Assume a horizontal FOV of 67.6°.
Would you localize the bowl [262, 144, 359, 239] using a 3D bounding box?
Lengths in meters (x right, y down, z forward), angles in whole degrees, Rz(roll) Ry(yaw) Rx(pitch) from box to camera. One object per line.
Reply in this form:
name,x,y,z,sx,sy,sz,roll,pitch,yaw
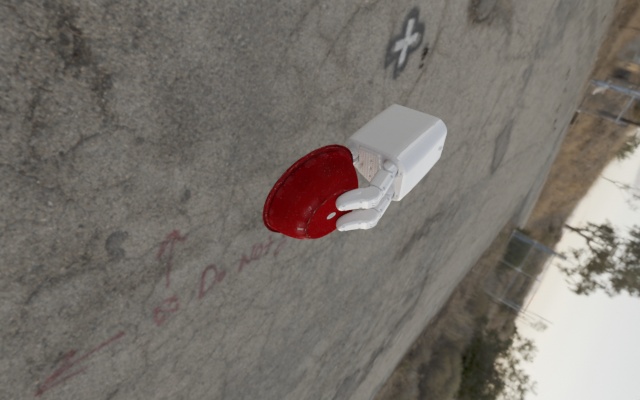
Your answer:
bowl,-0.001,0.003,0.667,0.055,0.162,0.162,47,26,27
